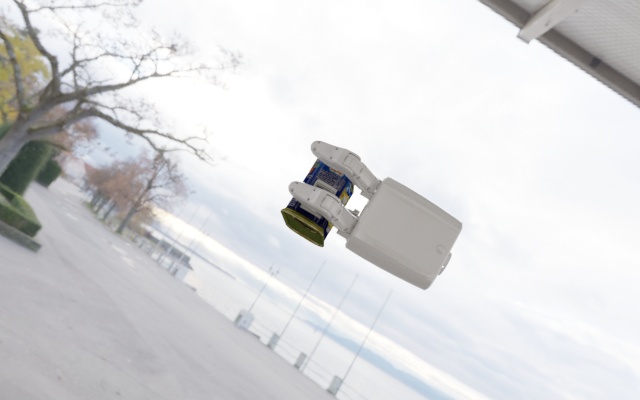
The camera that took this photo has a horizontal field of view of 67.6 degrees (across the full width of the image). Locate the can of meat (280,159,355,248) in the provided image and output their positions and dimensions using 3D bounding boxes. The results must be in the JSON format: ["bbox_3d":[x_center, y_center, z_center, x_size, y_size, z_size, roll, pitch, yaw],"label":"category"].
[{"bbox_3d":[0.000,0.002,0.584,0.057,0.084,0.102,30,-13,10],"label":"can of meat"}]
